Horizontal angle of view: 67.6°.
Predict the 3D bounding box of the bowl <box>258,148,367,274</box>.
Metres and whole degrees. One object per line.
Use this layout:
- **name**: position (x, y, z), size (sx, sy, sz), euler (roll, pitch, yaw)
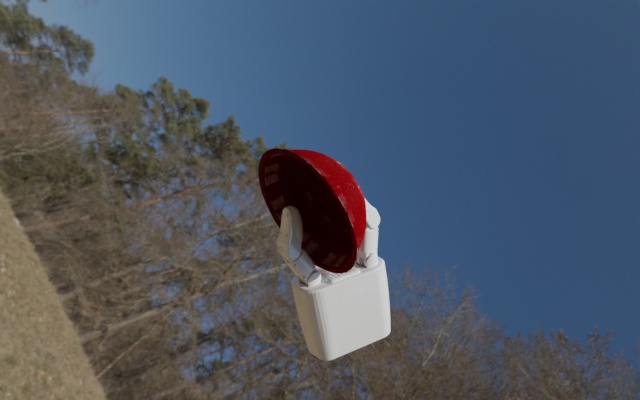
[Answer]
- **bowl**: position (0.000, 0.001, 0.544), size (0.055, 0.162, 0.162), euler (-35, 19, -29)
